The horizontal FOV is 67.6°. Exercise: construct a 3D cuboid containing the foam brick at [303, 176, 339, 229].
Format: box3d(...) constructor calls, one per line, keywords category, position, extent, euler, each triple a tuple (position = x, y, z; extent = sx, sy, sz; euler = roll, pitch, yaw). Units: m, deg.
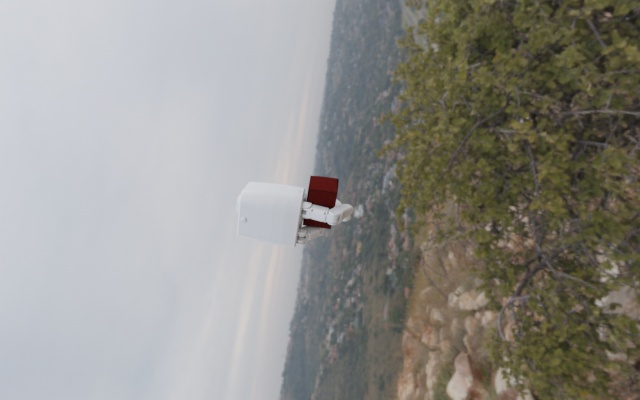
box3d(category="foam brick", position=(0.000, 0.002, 0.844), extent=(0.051, 0.078, 0.053), euler=(10, 30, -1))
